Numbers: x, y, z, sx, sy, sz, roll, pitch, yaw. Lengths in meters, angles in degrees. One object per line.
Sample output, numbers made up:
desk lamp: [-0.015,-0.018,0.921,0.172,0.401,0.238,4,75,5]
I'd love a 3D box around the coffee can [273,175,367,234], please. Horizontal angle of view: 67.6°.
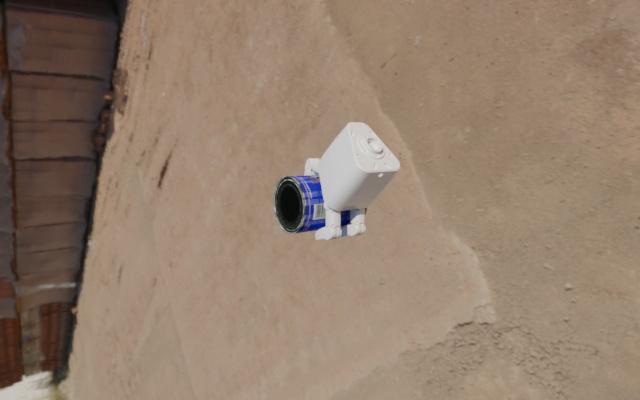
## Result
coffee can: [0.000,0.003,0.868,0.140,0.103,0.103,-6,3,-36]
